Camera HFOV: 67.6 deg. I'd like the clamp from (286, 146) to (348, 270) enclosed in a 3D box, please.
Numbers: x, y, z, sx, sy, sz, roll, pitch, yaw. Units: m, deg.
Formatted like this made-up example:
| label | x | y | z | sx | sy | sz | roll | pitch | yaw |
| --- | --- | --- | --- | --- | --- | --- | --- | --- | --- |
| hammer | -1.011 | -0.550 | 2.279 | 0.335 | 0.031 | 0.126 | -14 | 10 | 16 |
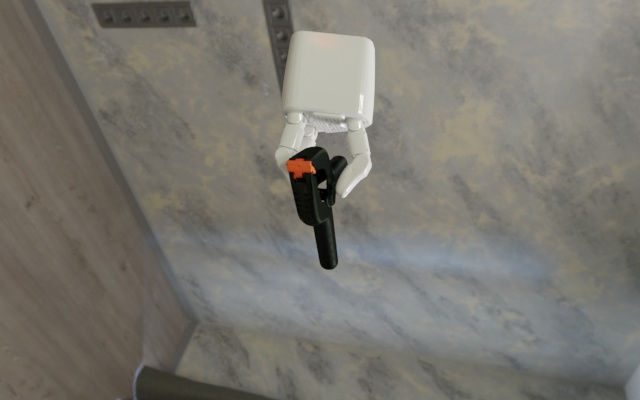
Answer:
| label | x | y | z | sx | sy | sz | roll | pitch | yaw |
| --- | --- | --- | --- | --- | --- | --- | --- | --- | --- |
| clamp | 0.001 | 0.002 | 0.593 | 0.036 | 0.164 | 0.210 | 2 | -9 | 14 |
